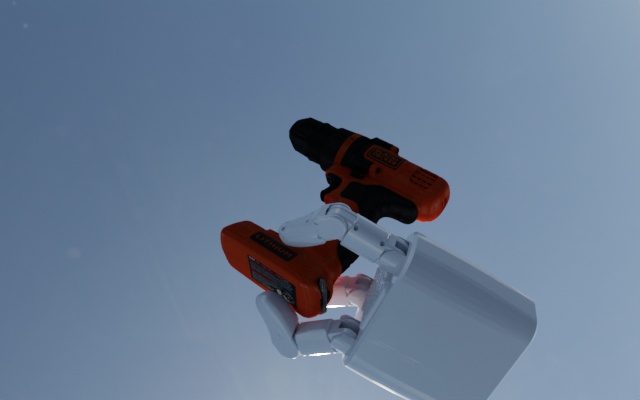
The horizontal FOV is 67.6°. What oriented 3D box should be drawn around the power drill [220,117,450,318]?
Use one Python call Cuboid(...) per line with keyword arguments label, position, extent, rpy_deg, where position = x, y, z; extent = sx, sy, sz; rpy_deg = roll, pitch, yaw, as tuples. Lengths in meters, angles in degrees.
Cuboid(label="power drill", position=(0.000, 0.002, 0.443), extent=(0.184, 0.057, 0.187), rpy_deg=(29, 55, 27))
